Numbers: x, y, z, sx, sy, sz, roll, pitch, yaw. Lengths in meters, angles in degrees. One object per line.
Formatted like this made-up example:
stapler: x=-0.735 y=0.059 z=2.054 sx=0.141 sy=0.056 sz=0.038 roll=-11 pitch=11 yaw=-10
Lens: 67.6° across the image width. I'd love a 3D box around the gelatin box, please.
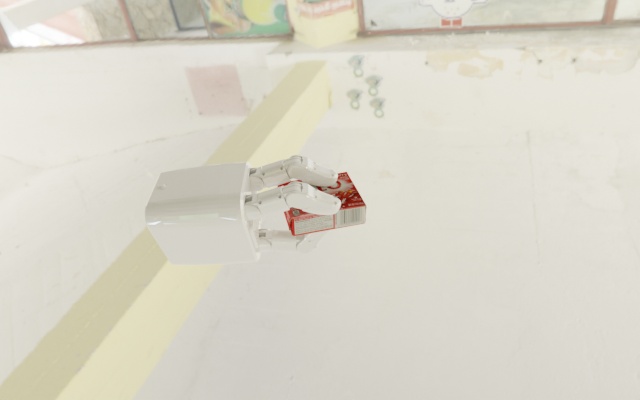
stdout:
gelatin box: x=0.000 y=0.002 z=0.555 sx=0.089 sy=0.030 sz=0.073 roll=-9 pitch=36 yaw=-12
